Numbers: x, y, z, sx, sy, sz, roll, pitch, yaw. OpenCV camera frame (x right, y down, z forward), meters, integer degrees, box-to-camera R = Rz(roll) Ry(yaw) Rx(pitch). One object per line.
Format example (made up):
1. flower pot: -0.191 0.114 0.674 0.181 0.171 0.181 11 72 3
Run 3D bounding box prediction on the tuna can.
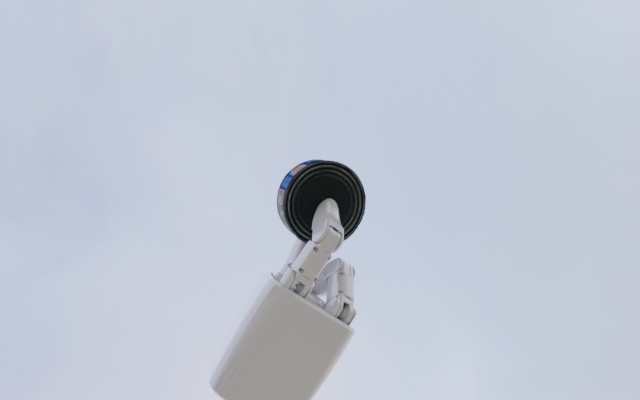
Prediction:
1. tuna can: 0.000 0.001 0.481 0.086 0.086 0.033 0 8 -20
